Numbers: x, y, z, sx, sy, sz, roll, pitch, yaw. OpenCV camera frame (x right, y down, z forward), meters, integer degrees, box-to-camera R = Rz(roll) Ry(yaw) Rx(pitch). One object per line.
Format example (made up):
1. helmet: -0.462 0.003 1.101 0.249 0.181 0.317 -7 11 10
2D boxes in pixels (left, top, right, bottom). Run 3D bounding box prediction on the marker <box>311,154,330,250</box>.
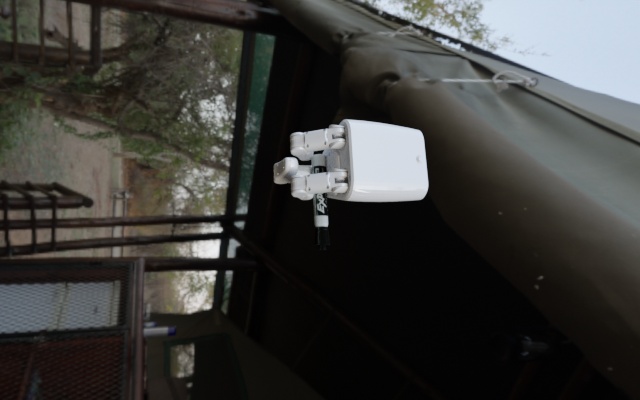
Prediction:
1. marker: 0.000 0.002 0.600 0.020 0.121 0.020 -2 -12 0
